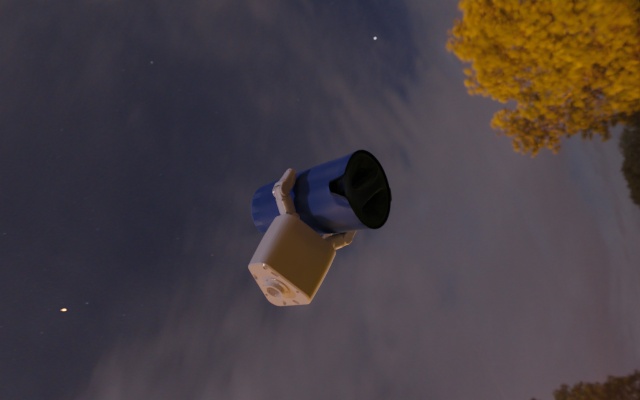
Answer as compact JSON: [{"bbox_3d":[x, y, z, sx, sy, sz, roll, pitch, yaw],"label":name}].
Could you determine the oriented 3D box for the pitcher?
[{"bbox_3d":[0.000,0.003,0.861,0.243,0.149,0.145,-13,35,38],"label":"pitcher"}]
